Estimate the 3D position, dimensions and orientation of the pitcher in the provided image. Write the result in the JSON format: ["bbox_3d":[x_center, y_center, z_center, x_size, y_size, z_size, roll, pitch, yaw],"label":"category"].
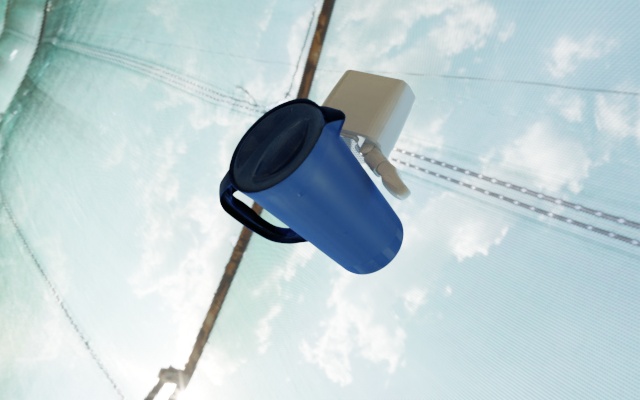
[{"bbox_3d":[0.000,0.002,0.612,0.149,0.145,0.243,10,-26,44],"label":"pitcher"}]
